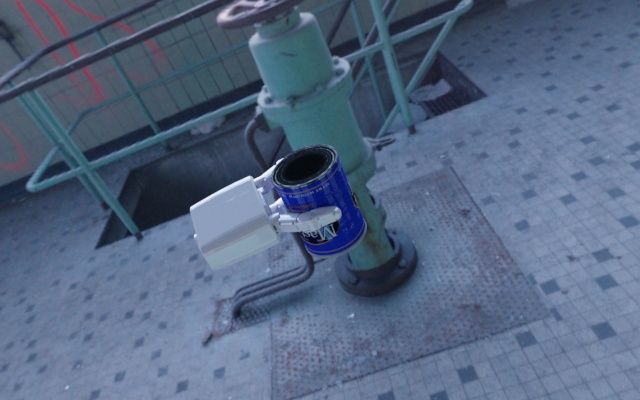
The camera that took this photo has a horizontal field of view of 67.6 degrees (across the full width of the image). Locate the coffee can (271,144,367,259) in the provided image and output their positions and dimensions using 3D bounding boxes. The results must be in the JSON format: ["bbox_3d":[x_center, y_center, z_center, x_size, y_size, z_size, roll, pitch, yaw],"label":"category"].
[{"bbox_3d":[0.000,0.002,0.717,0.103,0.140,0.102,-17,34,12],"label":"coffee can"}]
